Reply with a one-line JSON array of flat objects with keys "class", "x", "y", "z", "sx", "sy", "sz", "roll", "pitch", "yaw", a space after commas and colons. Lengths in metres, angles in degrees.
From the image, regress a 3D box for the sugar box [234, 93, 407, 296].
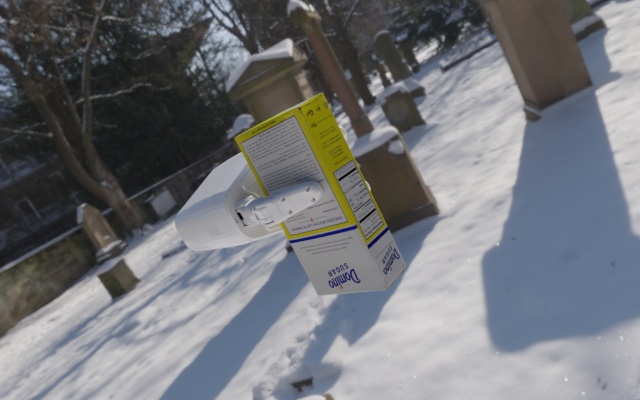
[{"class": "sugar box", "x": 0.000, "y": 0.001, "z": 0.441, "sx": 0.093, "sy": 0.176, "sz": 0.048, "roll": -15, "pitch": 18, "yaw": 45}]
